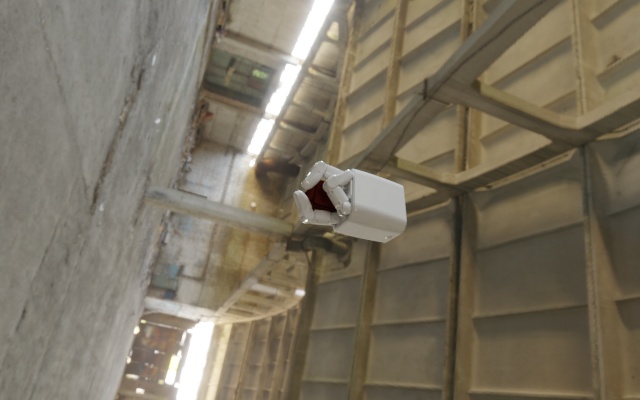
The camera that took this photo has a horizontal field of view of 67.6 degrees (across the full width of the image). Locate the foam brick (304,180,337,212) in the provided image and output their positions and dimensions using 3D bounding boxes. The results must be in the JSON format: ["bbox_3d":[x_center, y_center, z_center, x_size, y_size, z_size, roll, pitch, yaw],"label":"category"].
[{"bbox_3d":[0.000,0.003,0.891,0.051,0.053,0.078,15,-24,-15],"label":"foam brick"}]
